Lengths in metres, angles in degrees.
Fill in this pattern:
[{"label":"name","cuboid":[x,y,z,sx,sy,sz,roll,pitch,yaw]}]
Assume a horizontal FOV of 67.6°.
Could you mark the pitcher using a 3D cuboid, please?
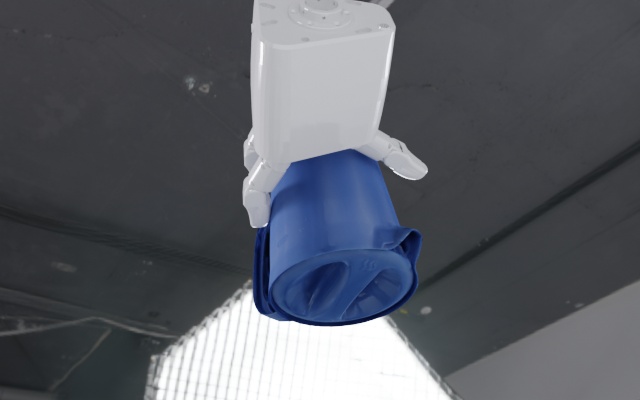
[{"label":"pitcher","cuboid":[0.000,0.002,0.500,0.149,0.242,0.145,-3,-42,-6]}]
